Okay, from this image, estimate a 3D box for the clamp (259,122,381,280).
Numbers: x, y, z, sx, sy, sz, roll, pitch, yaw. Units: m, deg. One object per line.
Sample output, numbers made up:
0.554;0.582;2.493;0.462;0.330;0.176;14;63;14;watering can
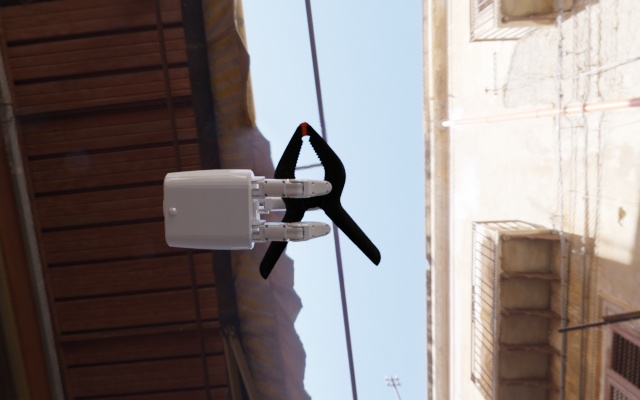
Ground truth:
0.000;0.001;0.635;0.164;0.210;0.036;0;7;-3;clamp
